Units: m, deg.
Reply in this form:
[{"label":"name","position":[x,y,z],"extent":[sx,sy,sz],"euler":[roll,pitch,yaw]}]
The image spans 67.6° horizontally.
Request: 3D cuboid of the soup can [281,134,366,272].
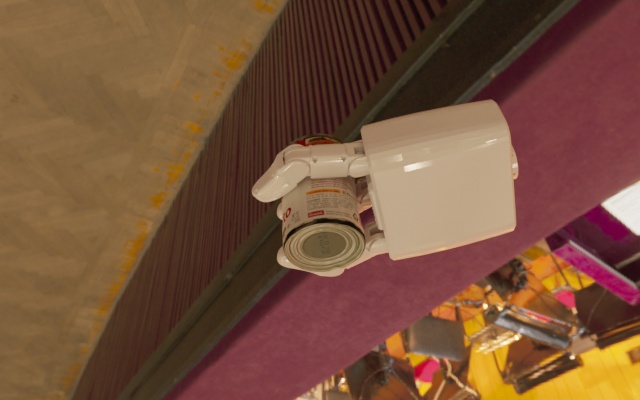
[{"label":"soup can","position":[0.000,0.002,0.410],"extent":[0.068,0.102,0.069],"euler":[-3,-42,-3]}]
